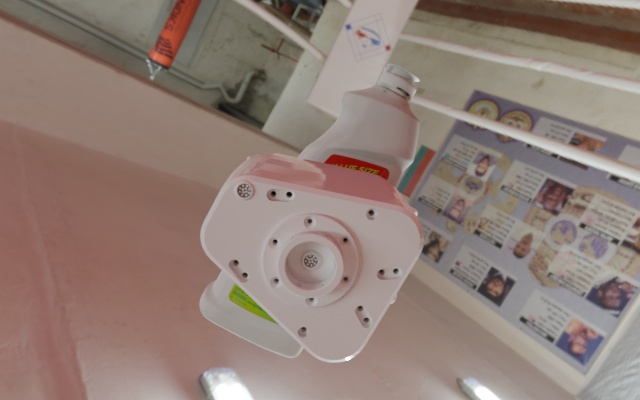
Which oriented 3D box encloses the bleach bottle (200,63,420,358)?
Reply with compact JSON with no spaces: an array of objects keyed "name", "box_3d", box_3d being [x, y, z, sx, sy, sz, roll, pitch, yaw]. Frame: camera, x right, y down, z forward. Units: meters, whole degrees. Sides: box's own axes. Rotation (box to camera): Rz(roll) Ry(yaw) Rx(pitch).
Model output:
[{"name":"bleach bottle","box_3d":[0.000,0.001,0.401,0.102,0.251,0.068,28,8,-5]}]
